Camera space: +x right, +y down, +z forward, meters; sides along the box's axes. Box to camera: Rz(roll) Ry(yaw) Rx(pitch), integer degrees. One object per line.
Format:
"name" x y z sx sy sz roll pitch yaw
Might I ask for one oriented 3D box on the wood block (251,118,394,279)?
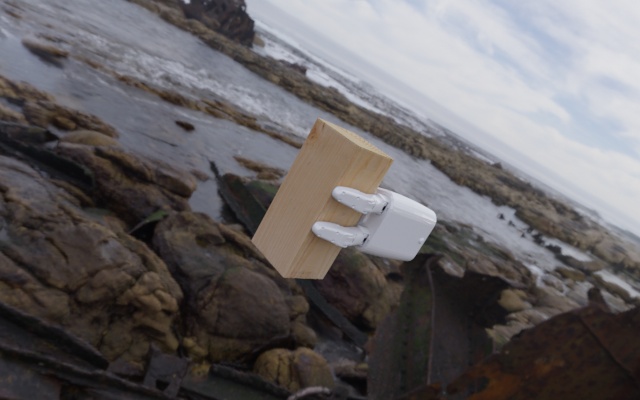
"wood block" 0.000 0.002 0.680 0.090 0.206 0.090 13 22 -48
